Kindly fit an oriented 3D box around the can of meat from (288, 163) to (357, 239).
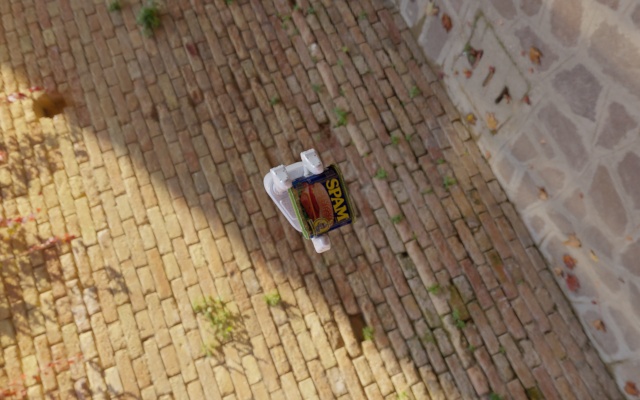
[{"bbox_3d":[0.000,0.003,0.760,0.084,0.102,0.057,-21,16,-9],"label":"can of meat"}]
